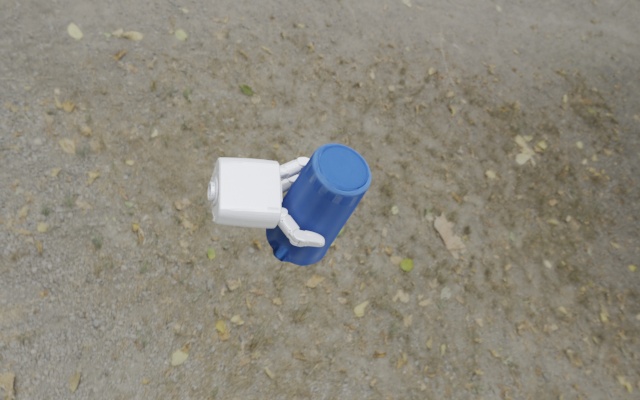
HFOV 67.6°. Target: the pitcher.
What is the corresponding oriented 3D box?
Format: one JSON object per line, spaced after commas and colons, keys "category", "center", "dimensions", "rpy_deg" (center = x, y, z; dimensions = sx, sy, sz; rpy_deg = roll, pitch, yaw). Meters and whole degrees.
{"category": "pitcher", "center": [0.000, 0.003, 0.876], "dimensions": [0.145, 0.149, 0.243], "rpy_deg": [4, -34, -23]}
